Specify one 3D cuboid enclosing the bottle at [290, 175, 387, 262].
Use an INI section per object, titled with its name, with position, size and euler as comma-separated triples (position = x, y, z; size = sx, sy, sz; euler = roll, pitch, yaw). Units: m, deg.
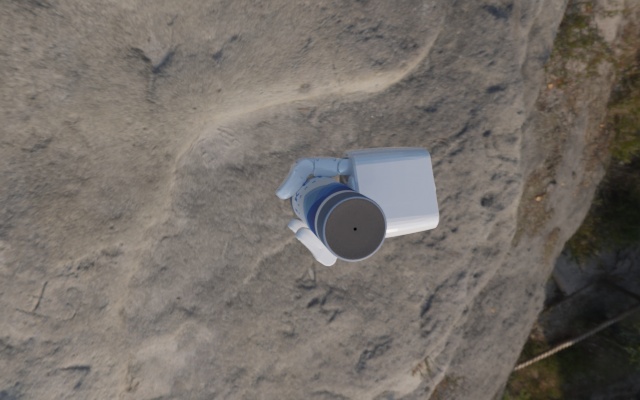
[bottle]
position = 0.000, 0.002, 0.606
size = 0.069, 0.069, 0.295
euler = 0, 10, -14
